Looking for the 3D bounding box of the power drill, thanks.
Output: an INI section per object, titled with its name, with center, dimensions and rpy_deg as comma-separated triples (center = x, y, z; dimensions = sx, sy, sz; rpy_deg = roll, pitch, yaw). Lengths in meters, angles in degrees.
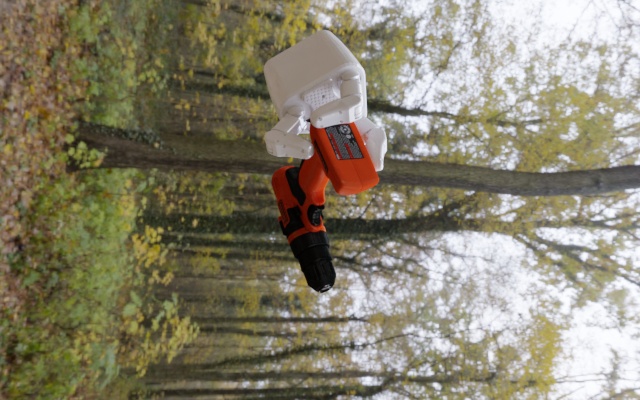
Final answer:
[power drill]
center = 0.000, 0.001, 0.590
dimensions = 0.057, 0.184, 0.188
rpy_deg = -8, -27, -29
